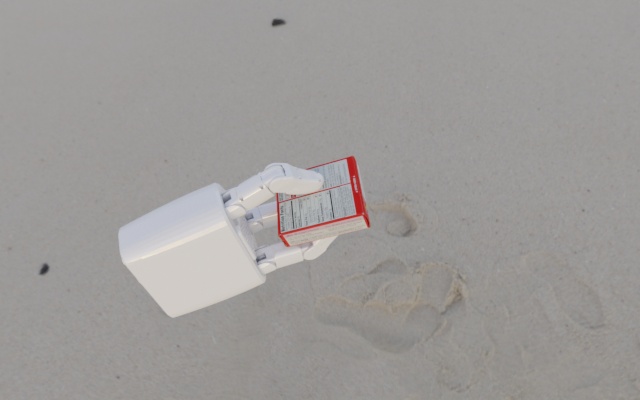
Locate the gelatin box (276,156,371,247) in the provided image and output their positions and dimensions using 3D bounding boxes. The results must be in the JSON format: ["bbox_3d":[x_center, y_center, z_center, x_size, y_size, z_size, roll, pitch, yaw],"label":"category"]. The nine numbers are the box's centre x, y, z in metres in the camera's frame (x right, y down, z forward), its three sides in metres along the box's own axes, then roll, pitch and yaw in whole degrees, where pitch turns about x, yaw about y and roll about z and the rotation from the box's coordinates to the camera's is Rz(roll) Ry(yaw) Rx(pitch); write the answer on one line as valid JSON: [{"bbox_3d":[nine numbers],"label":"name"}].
[{"bbox_3d":[0.000,0.001,0.481,0.089,0.073,0.030,-15,-36,11],"label":"gelatin box"}]
